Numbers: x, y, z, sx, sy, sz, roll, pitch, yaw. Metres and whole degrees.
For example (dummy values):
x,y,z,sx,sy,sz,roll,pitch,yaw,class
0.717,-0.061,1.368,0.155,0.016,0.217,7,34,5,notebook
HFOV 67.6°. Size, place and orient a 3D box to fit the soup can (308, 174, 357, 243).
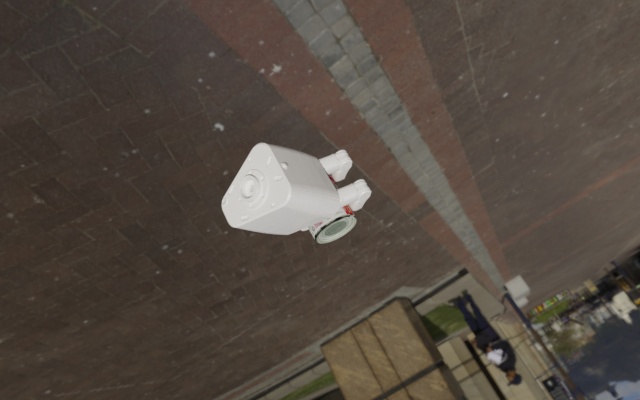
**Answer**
x,y,z,sx,sy,sz,roll,pitch,yaw,class
0.000,0.003,0.693,0.068,0.102,0.068,-24,-25,-12,soup can
